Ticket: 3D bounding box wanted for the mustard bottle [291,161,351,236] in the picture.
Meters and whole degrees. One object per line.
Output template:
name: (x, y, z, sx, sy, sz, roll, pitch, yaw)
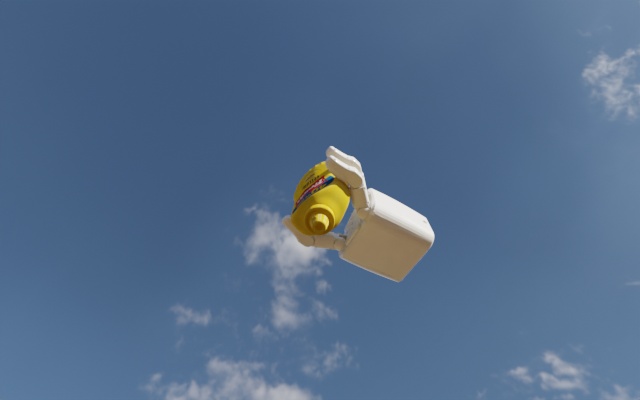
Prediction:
mustard bottle: (0.000, 0.002, 0.700, 0.096, 0.058, 0.191, -37, 16, 13)
